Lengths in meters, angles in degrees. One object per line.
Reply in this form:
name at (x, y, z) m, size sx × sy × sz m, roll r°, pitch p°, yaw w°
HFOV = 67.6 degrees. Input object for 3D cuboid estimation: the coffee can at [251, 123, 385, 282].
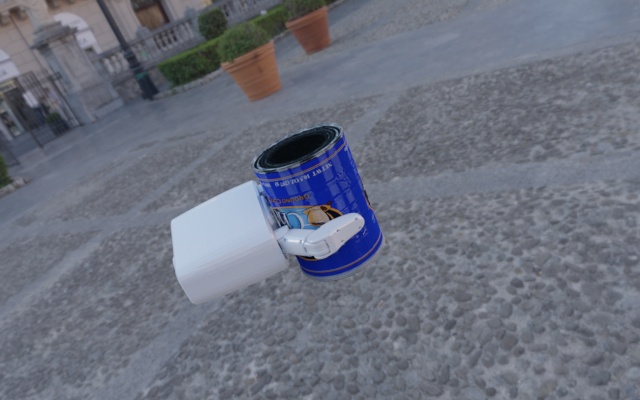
coffee can at (0.000, 0.002, 0.520) m, size 0.103 × 0.140 × 0.102 m, roll -19°, pitch 25°, yaw 9°
